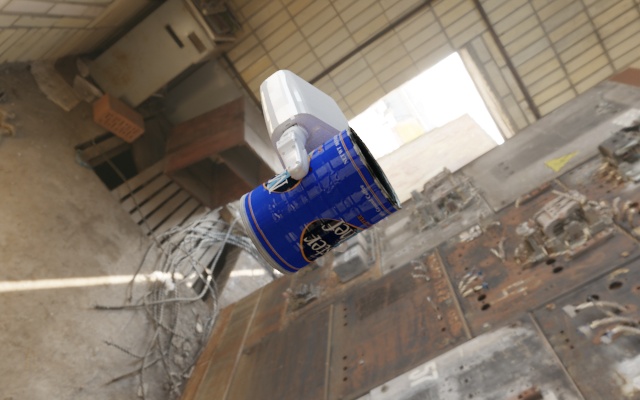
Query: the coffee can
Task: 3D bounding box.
[{"bbox_3d":[0.000,0.002,0.510,0.140,0.103,0.103,-32,-8,13],"label":"coffee can"}]
